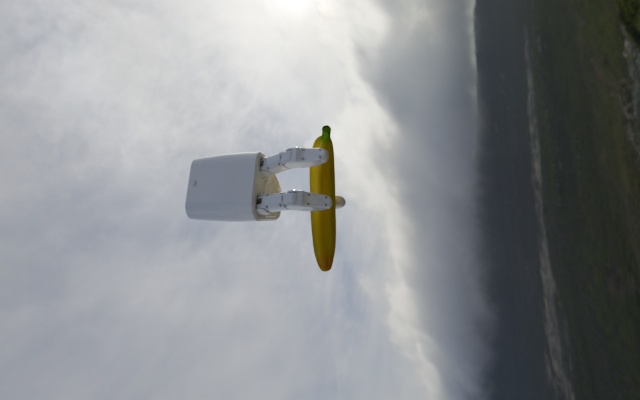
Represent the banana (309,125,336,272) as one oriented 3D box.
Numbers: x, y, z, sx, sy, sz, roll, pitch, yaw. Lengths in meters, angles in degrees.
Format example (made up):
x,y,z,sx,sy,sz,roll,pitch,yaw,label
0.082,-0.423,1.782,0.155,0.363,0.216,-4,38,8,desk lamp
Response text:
x,y,z,sx,sy,sz,roll,pitch,yaw,label
0.002,-0.003,0.669,0.037,0.198,0.069,-1,6,6,banana
